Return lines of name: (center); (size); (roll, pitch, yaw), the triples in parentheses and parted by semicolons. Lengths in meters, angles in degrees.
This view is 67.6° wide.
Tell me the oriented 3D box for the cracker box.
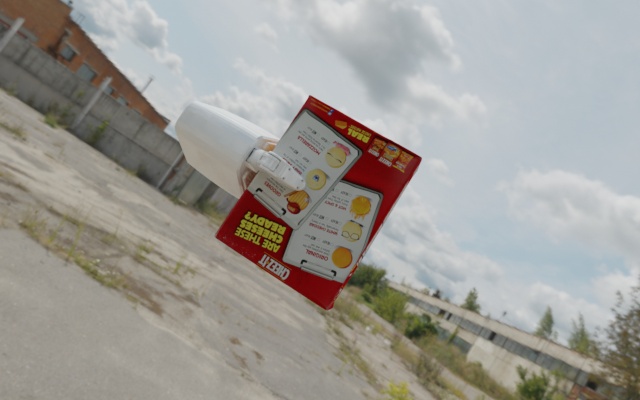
cracker box: (0.000, 0.002, 0.597); (0.164, 0.213, 0.072); (31, -7, 12)
